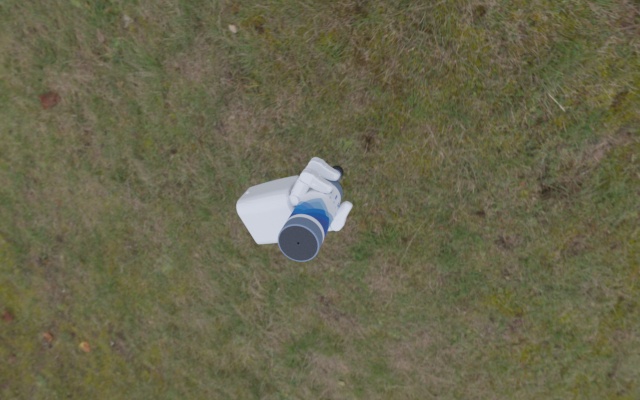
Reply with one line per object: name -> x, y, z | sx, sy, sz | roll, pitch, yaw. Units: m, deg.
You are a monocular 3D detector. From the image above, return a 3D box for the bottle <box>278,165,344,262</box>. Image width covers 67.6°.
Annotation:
bottle -> 0.000, 0.003, 0.855 | 0.069, 0.069, 0.295 | 0, 25, 15
